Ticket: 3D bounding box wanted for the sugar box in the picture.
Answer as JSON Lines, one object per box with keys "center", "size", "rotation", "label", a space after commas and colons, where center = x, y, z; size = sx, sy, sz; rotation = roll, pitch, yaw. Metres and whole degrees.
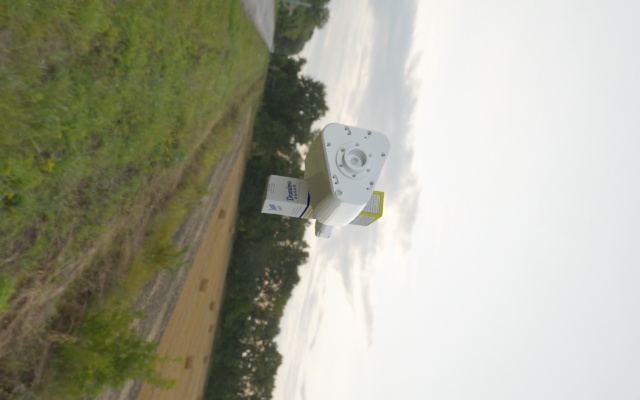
{"center": [0.000, 0.002, 0.738], "size": [0.176, 0.048, 0.093], "rotation": [11, -15, -9], "label": "sugar box"}
